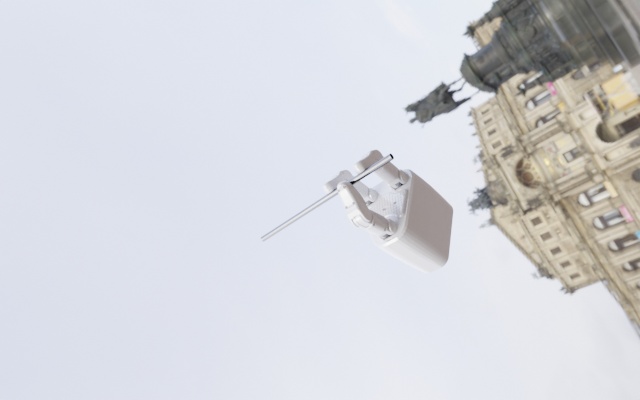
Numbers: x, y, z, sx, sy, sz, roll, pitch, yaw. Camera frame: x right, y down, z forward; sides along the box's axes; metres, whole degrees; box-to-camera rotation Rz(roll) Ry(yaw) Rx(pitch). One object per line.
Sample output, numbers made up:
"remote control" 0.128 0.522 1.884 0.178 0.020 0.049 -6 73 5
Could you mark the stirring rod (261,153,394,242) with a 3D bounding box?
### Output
"stirring rod" 0.000 0.002 0.631 0.239 0.011 0.011 -33 -20 34
